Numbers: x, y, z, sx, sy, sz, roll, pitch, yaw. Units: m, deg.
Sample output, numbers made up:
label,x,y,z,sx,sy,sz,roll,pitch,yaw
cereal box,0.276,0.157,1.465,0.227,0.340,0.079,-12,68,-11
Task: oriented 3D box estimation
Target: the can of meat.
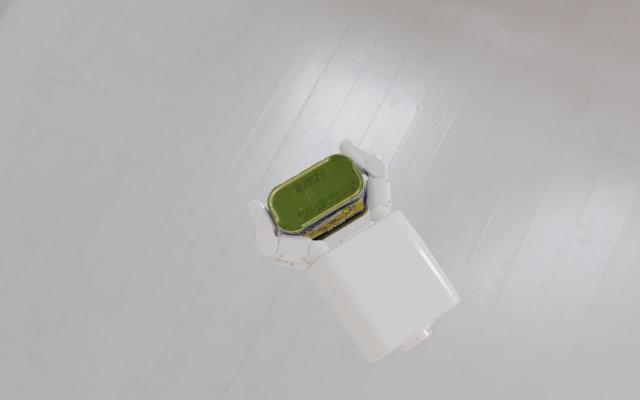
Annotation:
label,x,y,z,sx,sy,sz,roll,pitch,yaw
can of meat,0.000,0.001,0.499,0.102,0.057,0.084,-31,-15,-1
